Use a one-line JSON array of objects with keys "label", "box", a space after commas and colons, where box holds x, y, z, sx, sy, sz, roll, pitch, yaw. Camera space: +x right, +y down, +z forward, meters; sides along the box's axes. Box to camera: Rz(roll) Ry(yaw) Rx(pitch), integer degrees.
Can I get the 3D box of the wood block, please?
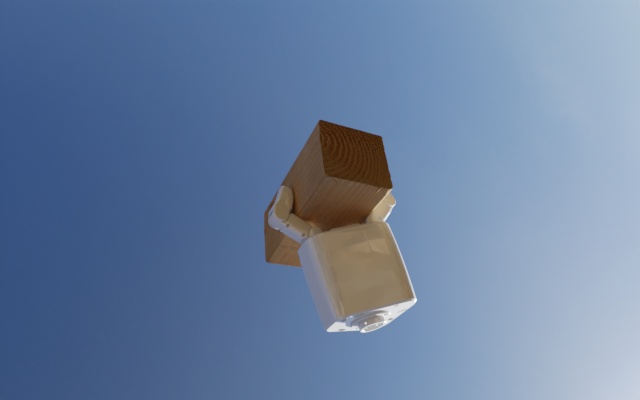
[{"label": "wood block", "box": [0.000, 0.002, 0.638, 0.091, 0.090, 0.206, 11, -39, -22]}]
